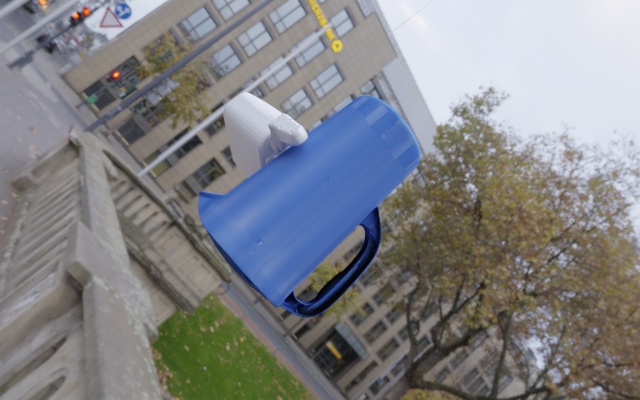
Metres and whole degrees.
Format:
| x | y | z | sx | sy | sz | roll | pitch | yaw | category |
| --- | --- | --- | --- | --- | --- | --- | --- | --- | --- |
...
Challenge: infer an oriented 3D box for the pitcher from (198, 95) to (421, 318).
| x | y | z | sx | sy | sz | roll | pitch | yaw | category |
| --- | --- | --- | --- | --- | --- | --- | --- | --- | --- |
| 0.000 | 0.002 | 0.540 | 0.145 | 0.243 | 0.149 | 40 | -14 | 40 | pitcher |
